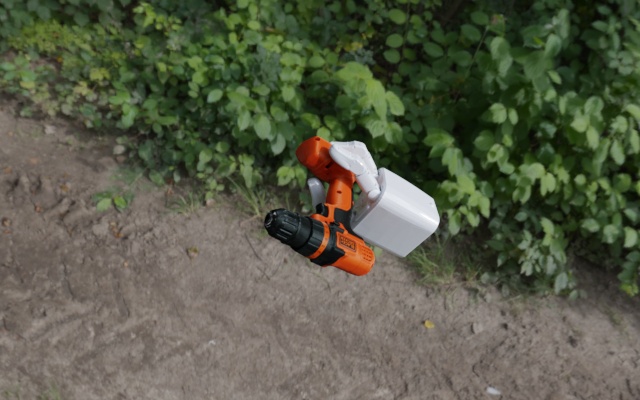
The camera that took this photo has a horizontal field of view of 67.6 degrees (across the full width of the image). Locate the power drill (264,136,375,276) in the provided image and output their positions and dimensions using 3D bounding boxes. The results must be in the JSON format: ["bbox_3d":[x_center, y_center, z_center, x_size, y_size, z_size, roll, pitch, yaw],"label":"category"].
[{"bbox_3d":[0.000,0.002,0.684,0.057,0.187,0.184,-28,-43,36],"label":"power drill"}]
